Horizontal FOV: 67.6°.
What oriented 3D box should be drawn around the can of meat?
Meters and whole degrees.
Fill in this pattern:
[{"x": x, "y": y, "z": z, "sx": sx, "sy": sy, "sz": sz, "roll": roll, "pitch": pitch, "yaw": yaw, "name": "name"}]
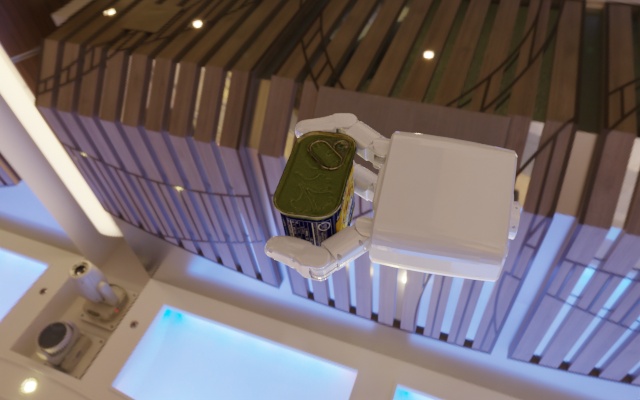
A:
[{"x": 0.000, "y": 0.002, "z": 0.439, "sx": 0.057, "sy": 0.102, "sz": 0.084, "roll": 7, "pitch": -40, "yaw": 12, "name": "can of meat"}]
